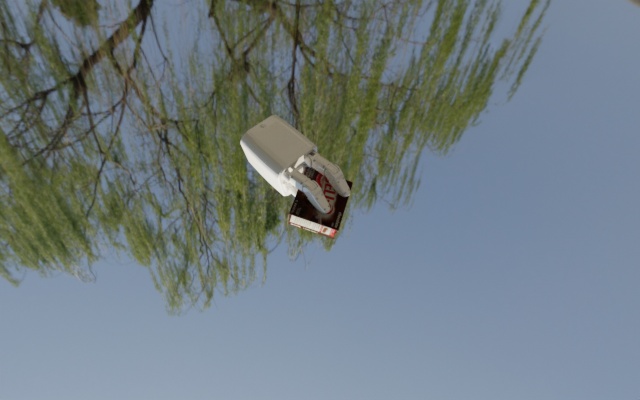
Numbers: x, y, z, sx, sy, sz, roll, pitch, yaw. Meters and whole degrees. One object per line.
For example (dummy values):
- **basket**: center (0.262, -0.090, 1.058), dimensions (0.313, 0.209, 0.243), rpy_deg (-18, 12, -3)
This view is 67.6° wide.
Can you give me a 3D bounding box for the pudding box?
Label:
- **pudding box**: center (0.000, 0.003, 0.847), dimensions (0.090, 0.113, 0.039), rpy_deg (18, -33, 0)
